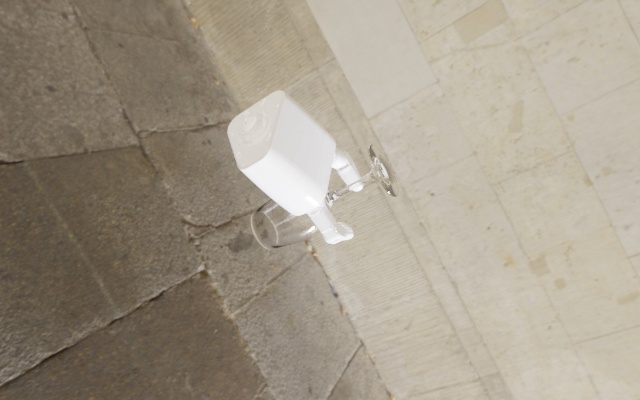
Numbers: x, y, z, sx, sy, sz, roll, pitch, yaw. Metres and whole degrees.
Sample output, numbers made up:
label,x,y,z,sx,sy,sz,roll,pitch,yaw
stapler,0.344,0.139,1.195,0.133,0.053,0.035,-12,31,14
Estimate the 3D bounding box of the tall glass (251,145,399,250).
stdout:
label,x,y,z,sx,sy,sz,roll,pitch,yaw
tall glass,0.001,0.002,0.650,0.201,0.079,0.079,-27,-12,24
